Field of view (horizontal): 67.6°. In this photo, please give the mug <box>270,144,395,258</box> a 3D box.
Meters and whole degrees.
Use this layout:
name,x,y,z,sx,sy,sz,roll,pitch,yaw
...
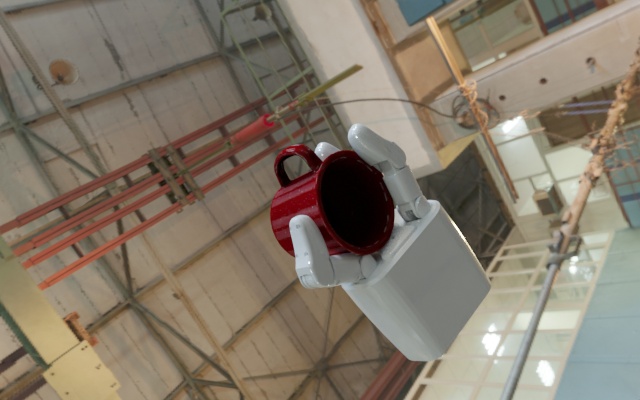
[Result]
name,x,y,z,sx,sy,sz,roll,pitch,yaw
mug,-0.001,0.000,0.436,0.081,0.117,0.093,-21,23,47
